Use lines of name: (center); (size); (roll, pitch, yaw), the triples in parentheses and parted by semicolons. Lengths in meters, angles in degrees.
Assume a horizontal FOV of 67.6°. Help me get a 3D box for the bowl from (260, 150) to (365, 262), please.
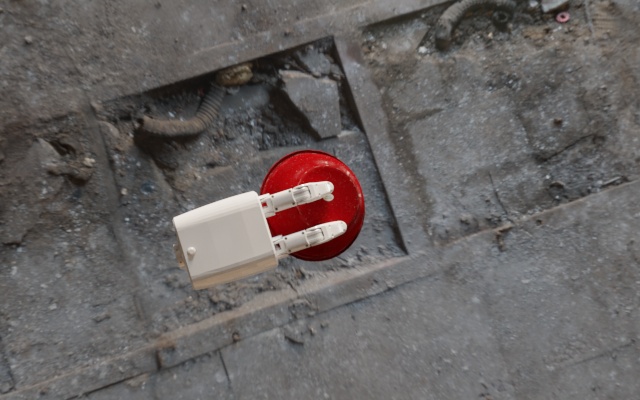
bowl: (0.001, 0.001, 0.658); (0.162, 0.162, 0.055); (0, -9, -22)
